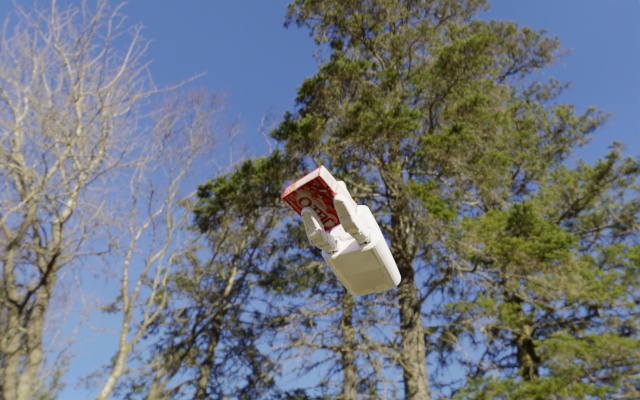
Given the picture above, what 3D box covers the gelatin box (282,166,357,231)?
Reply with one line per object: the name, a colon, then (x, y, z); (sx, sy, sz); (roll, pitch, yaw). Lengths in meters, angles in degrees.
gelatin box: (0.000, 0.002, 0.708); (0.073, 0.089, 0.030); (-30, 26, 28)
